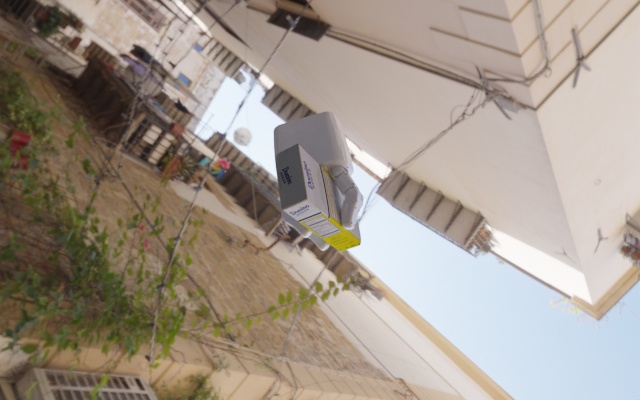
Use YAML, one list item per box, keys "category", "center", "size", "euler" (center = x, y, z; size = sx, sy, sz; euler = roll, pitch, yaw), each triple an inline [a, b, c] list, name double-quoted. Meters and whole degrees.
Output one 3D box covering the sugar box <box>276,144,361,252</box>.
- category: "sugar box"
  center: [0.000, 0.002, 0.695]
  size: [0.048, 0.093, 0.176]
  euler: [-24, -34, 21]
